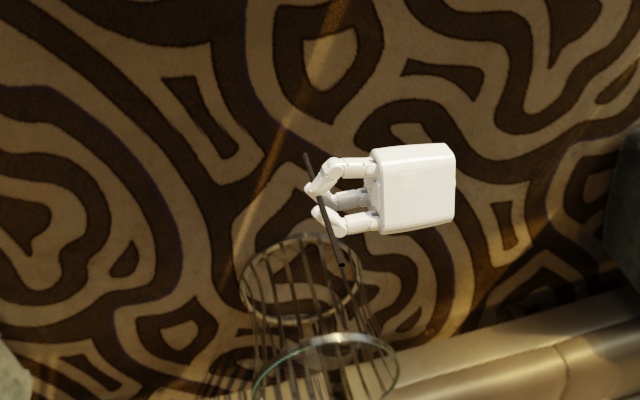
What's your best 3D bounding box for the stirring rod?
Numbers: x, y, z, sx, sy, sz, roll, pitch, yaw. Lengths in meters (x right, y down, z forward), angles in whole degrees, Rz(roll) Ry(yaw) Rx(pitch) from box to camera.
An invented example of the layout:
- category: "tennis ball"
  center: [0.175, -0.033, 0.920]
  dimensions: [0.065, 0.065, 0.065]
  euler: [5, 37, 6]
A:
- category: "stirring rod"
  center: [0.000, 0.002, 0.631]
  dimensions: [0.011, 0.011, 0.239]
  euler: [0, 36, -14]
